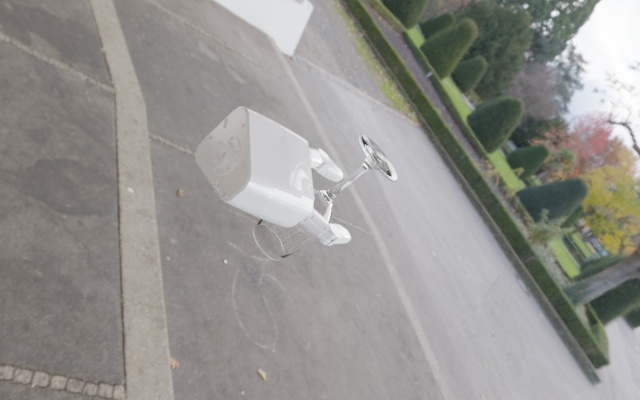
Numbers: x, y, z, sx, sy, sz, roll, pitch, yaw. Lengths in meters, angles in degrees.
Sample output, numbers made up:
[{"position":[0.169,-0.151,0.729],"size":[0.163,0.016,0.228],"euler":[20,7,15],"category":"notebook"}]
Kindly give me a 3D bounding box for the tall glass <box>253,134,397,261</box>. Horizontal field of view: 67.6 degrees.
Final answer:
[{"position":[0.001,0.002,0.637],"size":[0.201,0.079,0.079],"euler":[-38,-16,22],"category":"tall glass"}]
